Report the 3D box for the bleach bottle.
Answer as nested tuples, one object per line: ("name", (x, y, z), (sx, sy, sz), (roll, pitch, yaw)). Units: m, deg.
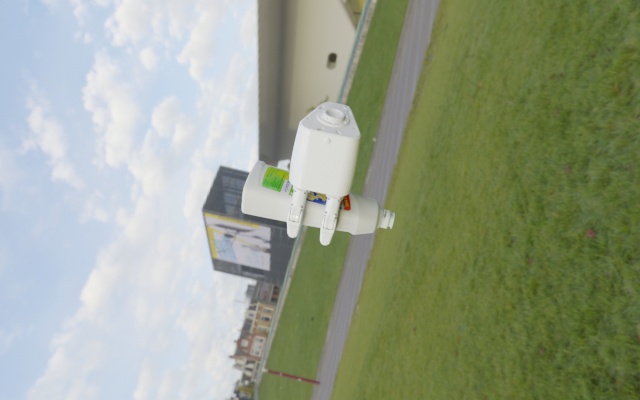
("bleach bottle", (0.000, 0.003, 0.811), (0.251, 0.068, 0.102), (12, 36, 1))
